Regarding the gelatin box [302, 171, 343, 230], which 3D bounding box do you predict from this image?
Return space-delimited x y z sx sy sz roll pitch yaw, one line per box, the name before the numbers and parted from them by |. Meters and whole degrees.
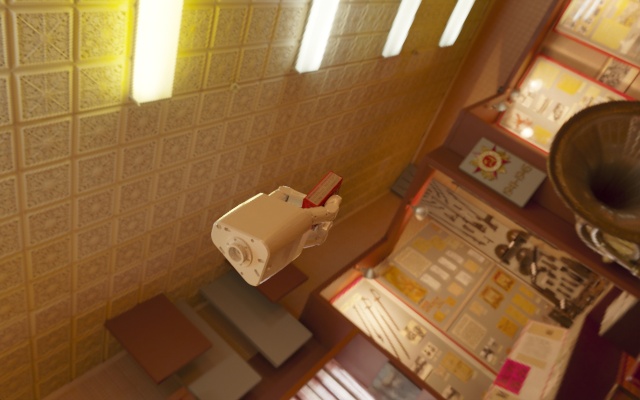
gelatin box | 0.000 0.002 0.824 0.030 0.073 0.089 31 50 14
